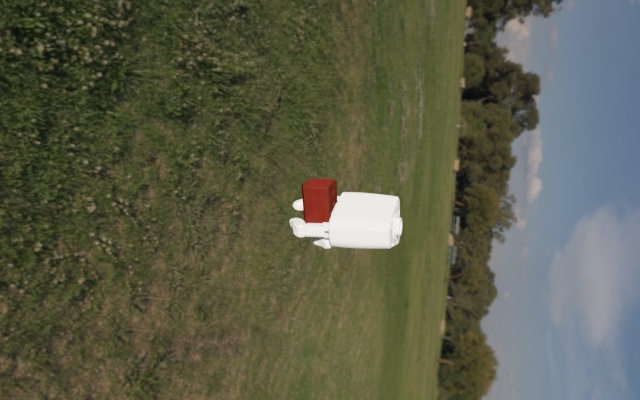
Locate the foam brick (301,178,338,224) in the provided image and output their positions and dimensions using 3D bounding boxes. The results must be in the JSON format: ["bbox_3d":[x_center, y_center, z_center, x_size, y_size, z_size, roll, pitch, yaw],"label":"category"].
[{"bbox_3d":[0.000,0.003,0.864,0.051,0.078,0.053,3,18,20],"label":"foam brick"}]
